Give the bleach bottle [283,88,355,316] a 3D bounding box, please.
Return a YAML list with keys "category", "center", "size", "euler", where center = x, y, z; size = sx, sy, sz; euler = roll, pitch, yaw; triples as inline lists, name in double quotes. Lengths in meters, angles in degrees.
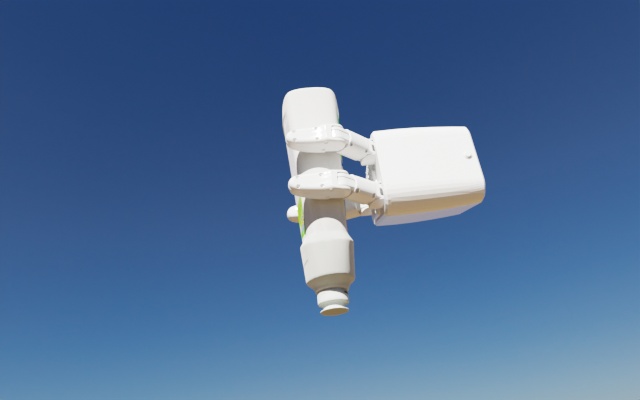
- category: "bleach bottle"
  center: [0.000, 0.002, 0.527]
  size: [0.068, 0.250, 0.103]
  euler: [-5, -27, -3]
